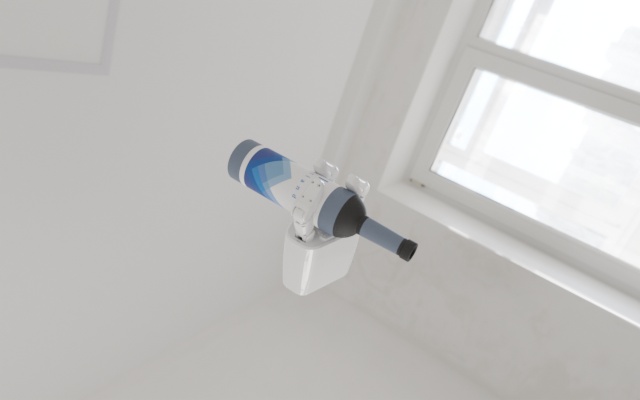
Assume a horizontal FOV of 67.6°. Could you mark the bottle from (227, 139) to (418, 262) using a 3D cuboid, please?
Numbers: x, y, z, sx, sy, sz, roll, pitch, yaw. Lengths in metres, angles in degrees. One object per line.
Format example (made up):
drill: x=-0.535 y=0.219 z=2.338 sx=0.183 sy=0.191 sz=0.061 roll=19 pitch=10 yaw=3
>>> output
bottle: x=0.000 y=0.002 z=0.670 sx=0.295 sy=0.069 sz=0.069 roll=29 pitch=12 yaw=23
